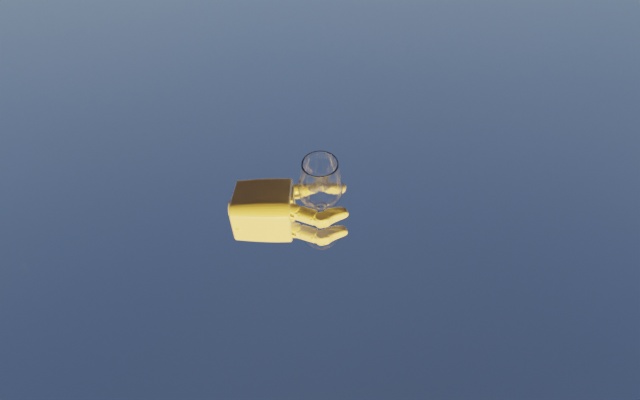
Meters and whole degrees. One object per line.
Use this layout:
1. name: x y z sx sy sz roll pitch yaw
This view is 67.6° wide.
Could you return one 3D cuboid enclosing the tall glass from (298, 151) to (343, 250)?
1. tall glass: 0.000 0.003 0.864 0.079 0.079 0.201 0 -40 0
